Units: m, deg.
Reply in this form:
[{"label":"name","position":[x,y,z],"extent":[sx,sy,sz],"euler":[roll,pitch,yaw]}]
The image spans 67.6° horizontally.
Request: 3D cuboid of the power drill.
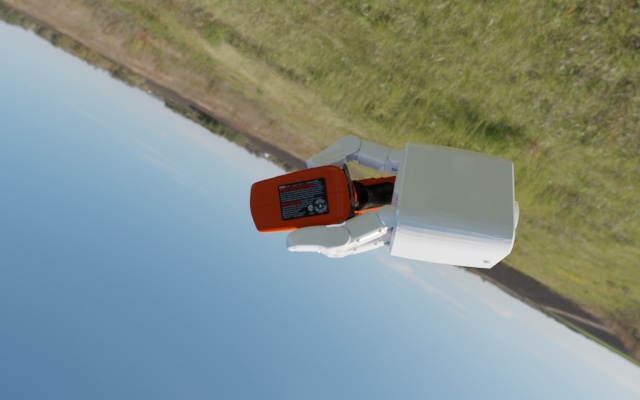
[{"label":"power drill","position":[0.000,0.002,0.544],"extent":[0.184,0.057,0.187],"euler":[-12,-4,24]}]
